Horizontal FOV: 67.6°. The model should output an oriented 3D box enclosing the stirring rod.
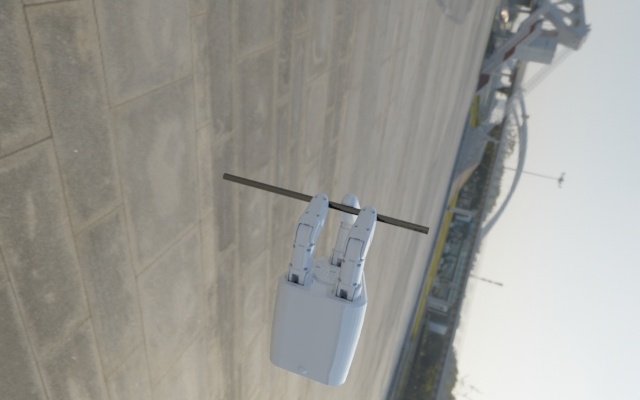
[{"bbox_3d":[0.000,0.002,0.527,0.239,0.011,0.011,15,4,15],"label":"stirring rod"}]
